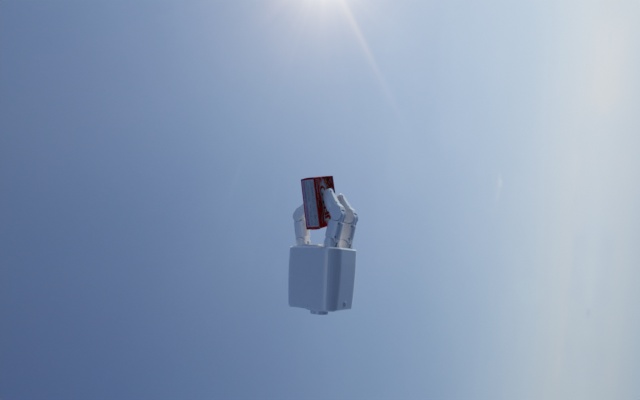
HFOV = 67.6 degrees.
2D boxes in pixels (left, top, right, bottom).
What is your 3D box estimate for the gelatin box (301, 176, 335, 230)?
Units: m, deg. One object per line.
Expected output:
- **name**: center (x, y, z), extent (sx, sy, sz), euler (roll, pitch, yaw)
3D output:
- **gelatin box**: center (0.000, 0.002, 0.832), extent (0.030, 0.089, 0.073), euler (-6, 2, 29)
